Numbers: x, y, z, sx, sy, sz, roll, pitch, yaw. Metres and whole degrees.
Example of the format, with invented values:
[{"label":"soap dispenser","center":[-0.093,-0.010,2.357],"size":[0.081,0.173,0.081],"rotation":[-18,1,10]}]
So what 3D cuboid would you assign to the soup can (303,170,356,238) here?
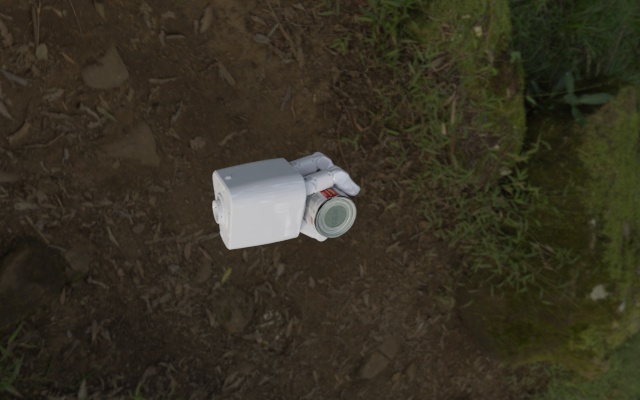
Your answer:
[{"label":"soup can","center":[0.001,0.002,0.708],"size":[0.068,0.068,0.102],"rotation":[0,25,-29]}]
